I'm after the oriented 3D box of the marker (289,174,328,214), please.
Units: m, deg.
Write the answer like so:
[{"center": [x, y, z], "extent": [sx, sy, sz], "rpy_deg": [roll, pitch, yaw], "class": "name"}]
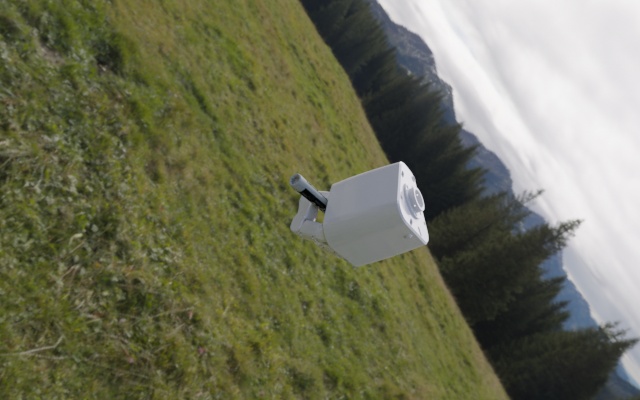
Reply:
[{"center": [0.000, 0.002, 0.646], "extent": [0.020, 0.020, 0.121], "rpy_deg": [0, -28, 38], "class": "marker"}]
